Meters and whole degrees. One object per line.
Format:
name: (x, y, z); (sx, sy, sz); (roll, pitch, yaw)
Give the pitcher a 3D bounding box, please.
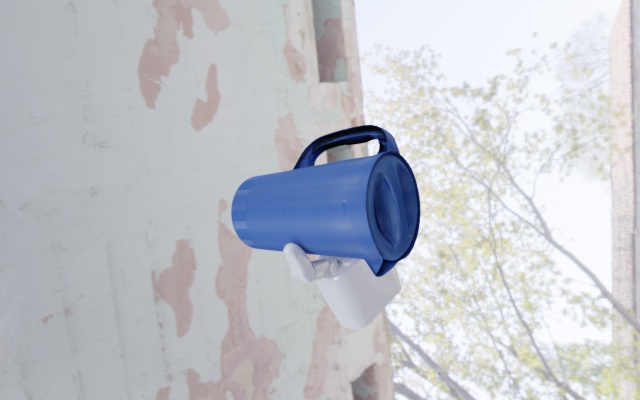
pitcher: (0.000, 0.002, 0.636); (0.243, 0.145, 0.149); (-3, 35, 37)
